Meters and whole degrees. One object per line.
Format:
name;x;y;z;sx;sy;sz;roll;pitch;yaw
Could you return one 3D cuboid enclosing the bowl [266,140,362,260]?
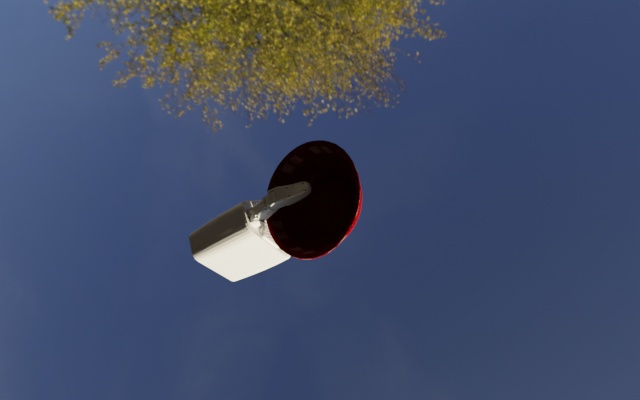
bowl;0.001;0.002;0.655;0.162;0.162;0.055;0;-10;39
